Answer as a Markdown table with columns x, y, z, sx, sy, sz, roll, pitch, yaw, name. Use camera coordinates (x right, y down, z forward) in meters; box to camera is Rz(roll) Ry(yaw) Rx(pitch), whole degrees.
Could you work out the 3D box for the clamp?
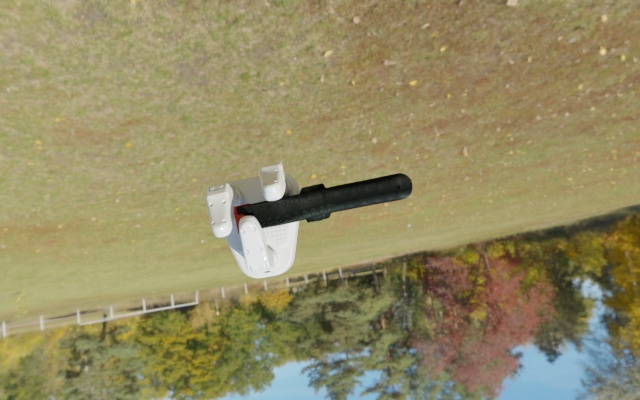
| x | y | z | sx | sy | sz | roll | pitch | yaw | name |
| --- | --- | --- | --- | --- | --- | --- | --- | --- | --- |
| 0.000 | 0.002 | 0.489 | 0.171 | 0.039 | 0.120 | -9 | -5 | 0 | clamp |
